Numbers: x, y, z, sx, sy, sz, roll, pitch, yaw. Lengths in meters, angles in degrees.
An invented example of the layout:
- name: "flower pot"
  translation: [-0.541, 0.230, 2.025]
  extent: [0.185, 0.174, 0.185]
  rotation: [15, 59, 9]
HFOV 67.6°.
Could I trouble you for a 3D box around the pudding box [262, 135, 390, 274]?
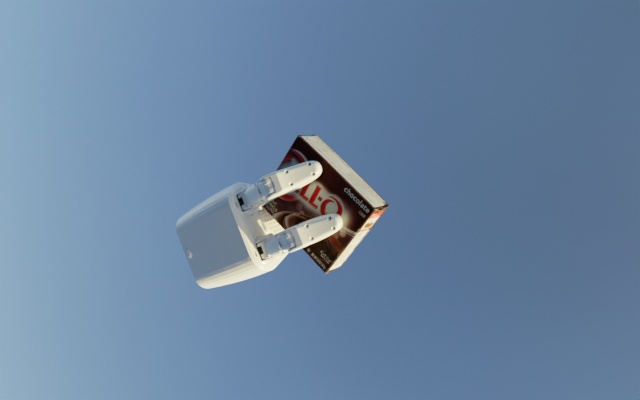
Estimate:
- name: "pudding box"
  translation: [0.000, 0.002, 0.484]
  extent: [0.113, 0.090, 0.039]
  rotation: [44, 29, 18]
